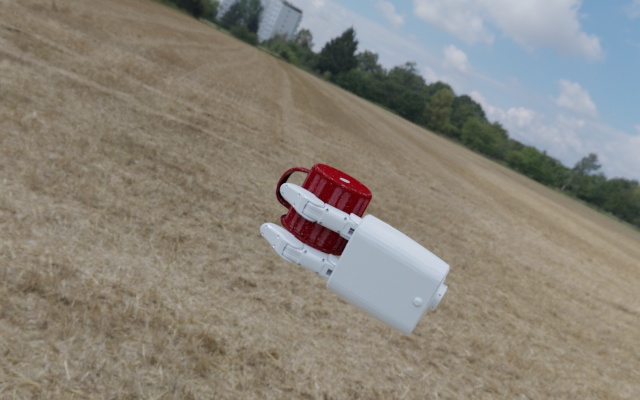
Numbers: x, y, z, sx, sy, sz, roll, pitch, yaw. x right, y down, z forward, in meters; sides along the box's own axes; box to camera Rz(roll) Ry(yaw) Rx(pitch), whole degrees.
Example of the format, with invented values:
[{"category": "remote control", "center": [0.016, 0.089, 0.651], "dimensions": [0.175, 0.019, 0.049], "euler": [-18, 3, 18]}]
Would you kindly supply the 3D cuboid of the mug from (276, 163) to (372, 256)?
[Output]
[{"category": "mug", "center": [-0.001, 0.001, 0.583], "dimensions": [0.117, 0.081, 0.093], "euler": [31, 14, 13]}]
